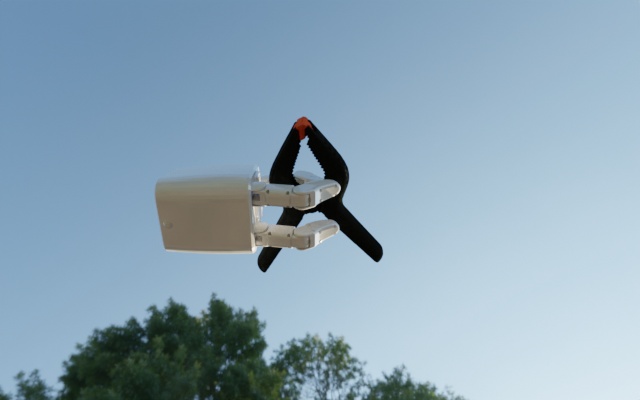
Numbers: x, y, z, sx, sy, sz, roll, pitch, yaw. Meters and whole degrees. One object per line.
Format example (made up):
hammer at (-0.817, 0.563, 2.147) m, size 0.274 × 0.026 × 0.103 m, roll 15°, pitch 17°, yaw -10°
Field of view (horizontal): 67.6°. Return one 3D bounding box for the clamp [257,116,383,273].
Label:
clamp at (0.000, 0.001, 0.584) m, size 0.164 × 0.210 × 0.036 m, roll 0°, pitch 30°, yaw -1°
